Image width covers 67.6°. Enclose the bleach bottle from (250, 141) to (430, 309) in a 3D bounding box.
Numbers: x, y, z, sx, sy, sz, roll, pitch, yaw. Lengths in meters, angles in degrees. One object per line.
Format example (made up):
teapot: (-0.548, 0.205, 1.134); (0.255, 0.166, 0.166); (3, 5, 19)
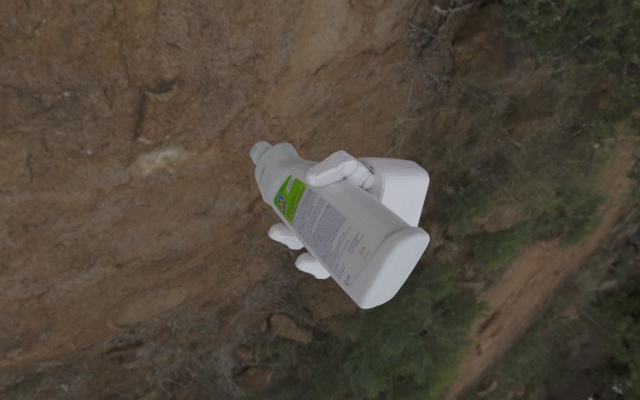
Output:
bleach bottle: (0.000, 0.002, 0.546); (0.068, 0.103, 0.250); (-5, 39, -46)
